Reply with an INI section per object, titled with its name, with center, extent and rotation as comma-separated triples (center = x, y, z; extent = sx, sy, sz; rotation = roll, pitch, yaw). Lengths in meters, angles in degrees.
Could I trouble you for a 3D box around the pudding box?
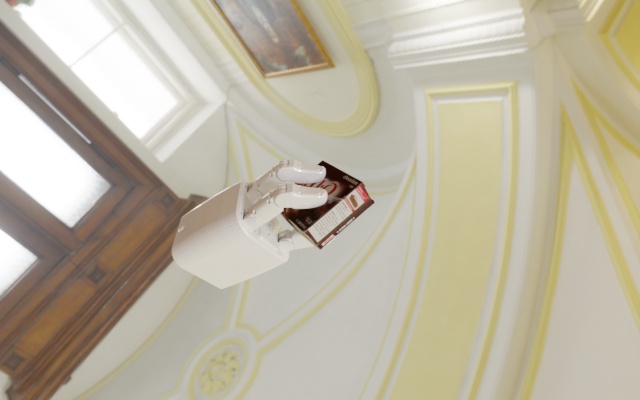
[pudding box]
center = 0.000, 0.002, 0.588
extent = 0.090, 0.039, 0.113
rotation = -41, 32, -8
